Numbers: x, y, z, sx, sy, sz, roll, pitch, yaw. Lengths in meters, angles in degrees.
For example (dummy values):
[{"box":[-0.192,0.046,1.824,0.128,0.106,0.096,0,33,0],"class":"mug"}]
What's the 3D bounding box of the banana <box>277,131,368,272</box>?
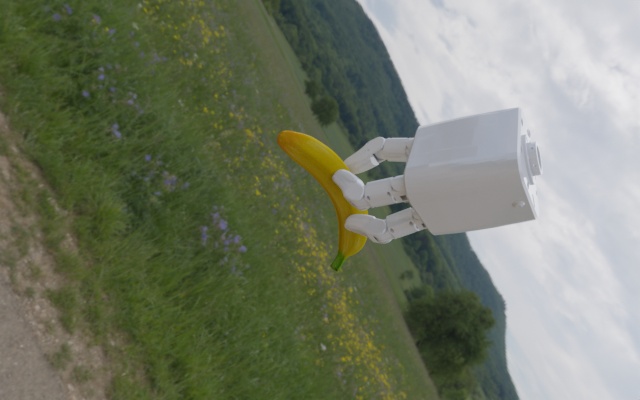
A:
[{"box":[0.015,-0.005,0.558,0.069,0.198,0.037,-36,30,-23],"class":"banana"}]
